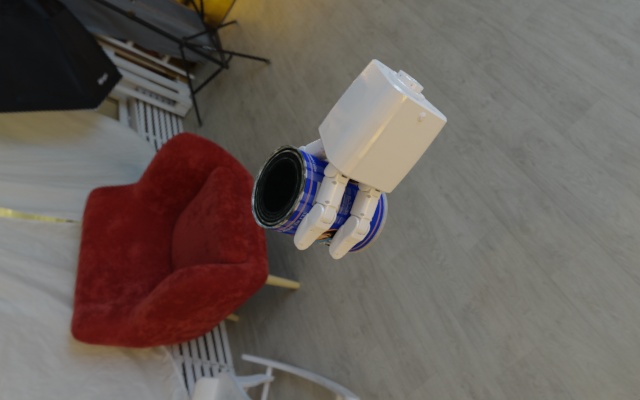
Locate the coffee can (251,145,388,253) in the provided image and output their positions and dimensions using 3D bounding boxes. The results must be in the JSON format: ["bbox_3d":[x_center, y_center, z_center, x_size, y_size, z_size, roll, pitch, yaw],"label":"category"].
[{"bbox_3d":[0.000,0.002,0.599,0.140,0.103,0.103,20,-13,-38],"label":"coffee can"}]
